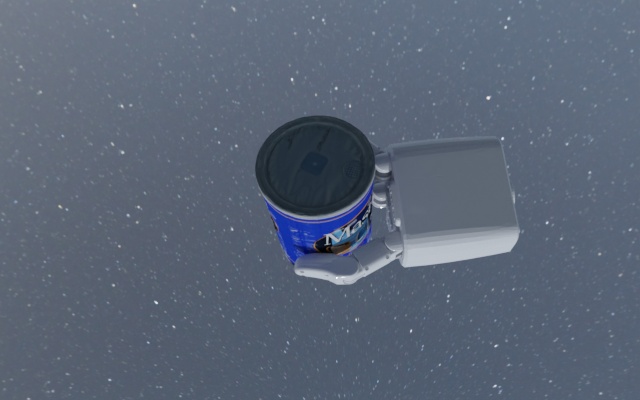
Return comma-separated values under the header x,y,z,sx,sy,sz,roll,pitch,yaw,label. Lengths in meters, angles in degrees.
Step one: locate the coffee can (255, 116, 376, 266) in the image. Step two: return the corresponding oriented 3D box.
x,y,z,sx,sy,sz,roll,pitch,yaw,label
0.000,0.002,0.465,0.103,0.102,0.140,0,-29,5,coffee can
